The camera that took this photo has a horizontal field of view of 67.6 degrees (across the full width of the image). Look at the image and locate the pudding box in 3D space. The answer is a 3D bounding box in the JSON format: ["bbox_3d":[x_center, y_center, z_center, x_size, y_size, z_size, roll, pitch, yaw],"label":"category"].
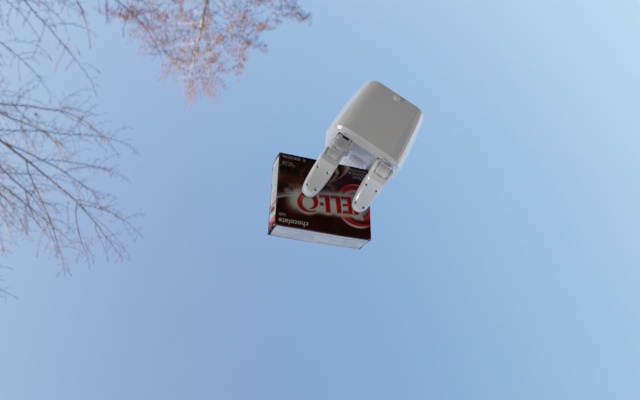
[{"bbox_3d":[0.000,0.002,0.538,0.113,0.090,0.039,9,-29,-15],"label":"pudding box"}]
